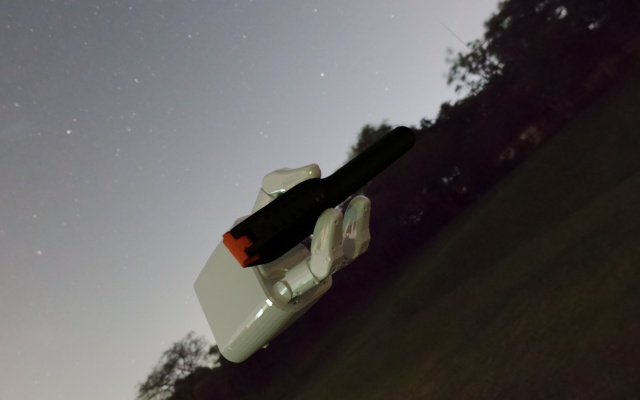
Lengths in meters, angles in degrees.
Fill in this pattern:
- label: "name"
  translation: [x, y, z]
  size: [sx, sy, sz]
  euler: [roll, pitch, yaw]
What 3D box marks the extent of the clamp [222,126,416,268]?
- label: "clamp"
  translation: [-0.001, 0.001, 0.433]
  size: [0.165, 0.036, 0.210]
  euler: [-50, -15, 30]
